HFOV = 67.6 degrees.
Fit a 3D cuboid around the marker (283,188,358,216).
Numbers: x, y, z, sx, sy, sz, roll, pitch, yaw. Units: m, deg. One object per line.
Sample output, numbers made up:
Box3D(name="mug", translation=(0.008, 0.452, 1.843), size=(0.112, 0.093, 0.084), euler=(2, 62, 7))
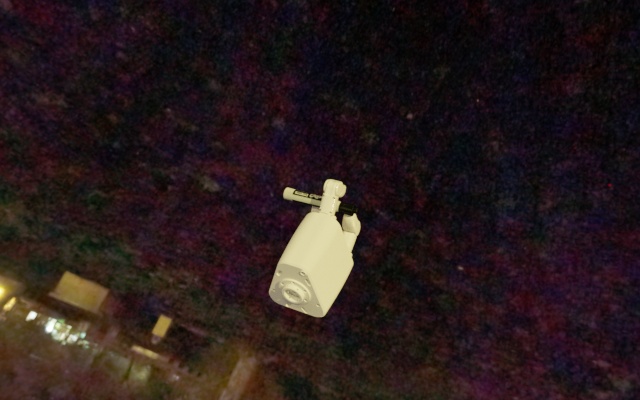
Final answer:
Box3D(name="marker", translation=(0.000, 0.002, 0.739), size=(0.121, 0.020, 0.020), euler=(14, 5, 19))
